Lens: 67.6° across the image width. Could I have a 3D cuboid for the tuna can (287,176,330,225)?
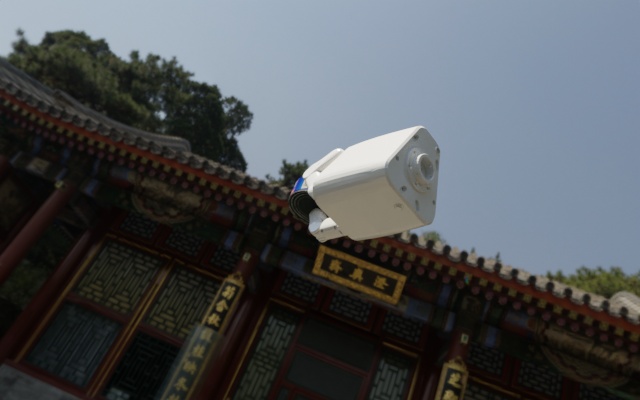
[{"bbox_3d":[0.000,0.002,0.661,0.086,0.033,0.086,14,-35,10],"label":"tuna can"}]
